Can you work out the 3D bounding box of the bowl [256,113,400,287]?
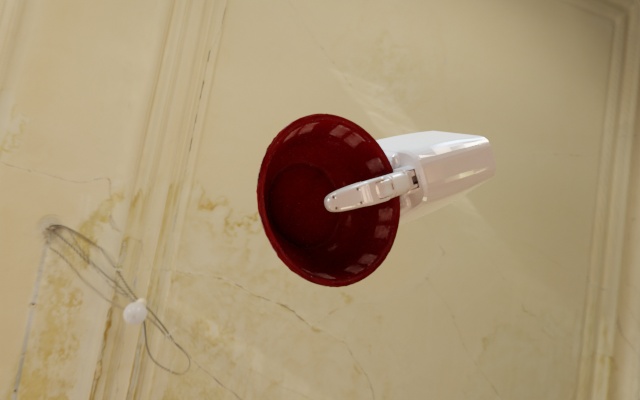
[{"bbox_3d":[-0.001,0.002,0.462,0.162,0.162,0.055,0,-7,-35],"label":"bowl"}]
